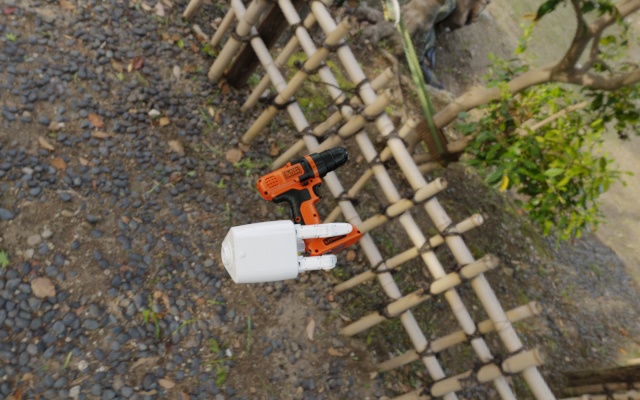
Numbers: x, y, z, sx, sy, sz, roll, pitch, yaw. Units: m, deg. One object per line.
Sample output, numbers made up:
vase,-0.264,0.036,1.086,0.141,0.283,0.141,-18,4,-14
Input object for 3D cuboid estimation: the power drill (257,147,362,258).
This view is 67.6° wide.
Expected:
power drill,0.000,0.003,0.881,0.184,0.187,0.057,-25,-17,-12
